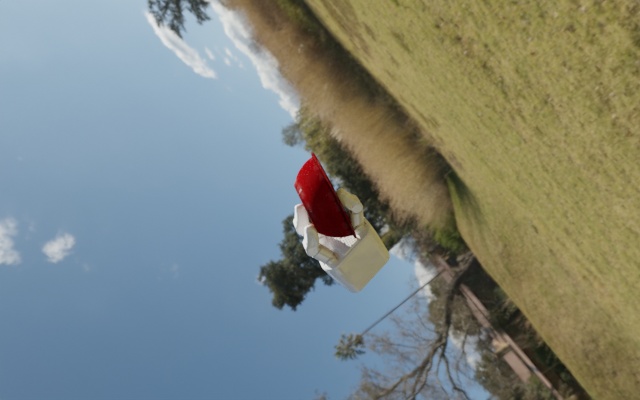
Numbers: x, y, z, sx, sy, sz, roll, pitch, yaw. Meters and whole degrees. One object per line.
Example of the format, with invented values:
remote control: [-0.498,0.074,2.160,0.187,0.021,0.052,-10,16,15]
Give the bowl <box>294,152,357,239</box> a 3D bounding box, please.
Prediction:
bowl: [-0.001,0.002,0.798,0.055,0.162,0.162,-27,0,-1]
